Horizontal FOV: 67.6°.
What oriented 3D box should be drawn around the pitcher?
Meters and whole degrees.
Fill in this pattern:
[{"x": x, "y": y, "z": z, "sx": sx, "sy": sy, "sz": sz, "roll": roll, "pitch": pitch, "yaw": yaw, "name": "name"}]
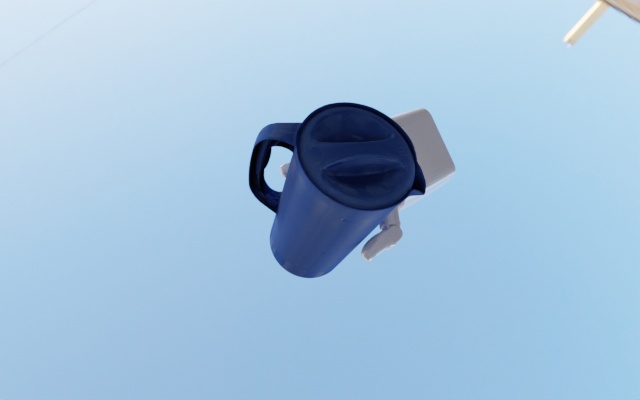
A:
[{"x": 0.000, "y": 0.002, "z": 0.581, "sx": 0.145, "sy": 0.149, "sz": 0.243, "roll": -25, "pitch": -19, "yaw": -28, "name": "pitcher"}]
